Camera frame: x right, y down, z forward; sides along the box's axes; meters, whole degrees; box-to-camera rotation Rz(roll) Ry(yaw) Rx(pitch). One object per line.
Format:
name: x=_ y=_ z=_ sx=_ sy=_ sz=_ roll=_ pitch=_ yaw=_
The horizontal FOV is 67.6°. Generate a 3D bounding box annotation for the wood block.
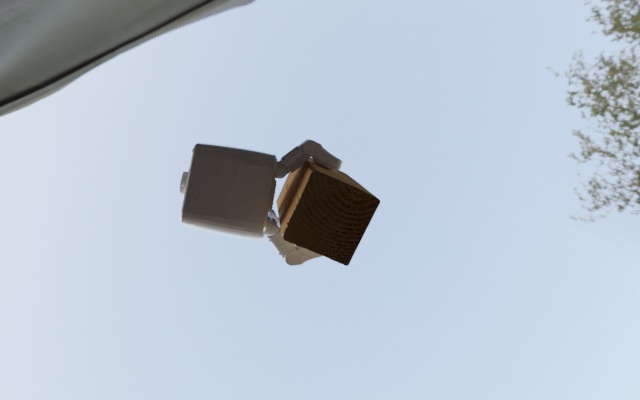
wood block: x=0.000 y=0.002 z=0.648 sx=0.090 sy=0.091 sz=0.206 roll=24 pitch=8 yaw=-11
